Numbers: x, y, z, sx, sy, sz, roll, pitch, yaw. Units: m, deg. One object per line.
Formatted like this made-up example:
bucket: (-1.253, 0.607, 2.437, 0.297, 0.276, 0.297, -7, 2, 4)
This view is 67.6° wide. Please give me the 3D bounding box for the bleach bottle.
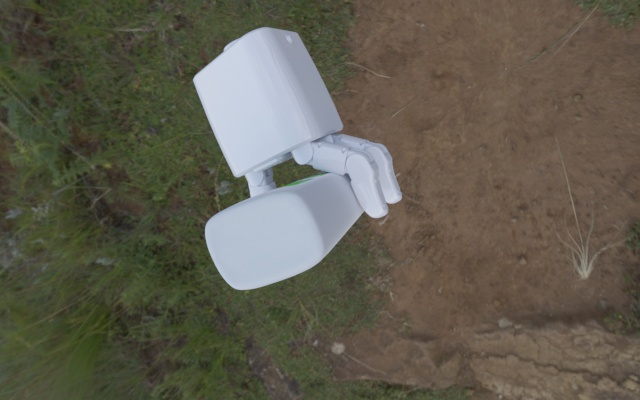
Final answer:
bleach bottle: (0.000, 0.002, 0.471, 0.102, 0.068, 0.250, -21, 6, 25)
